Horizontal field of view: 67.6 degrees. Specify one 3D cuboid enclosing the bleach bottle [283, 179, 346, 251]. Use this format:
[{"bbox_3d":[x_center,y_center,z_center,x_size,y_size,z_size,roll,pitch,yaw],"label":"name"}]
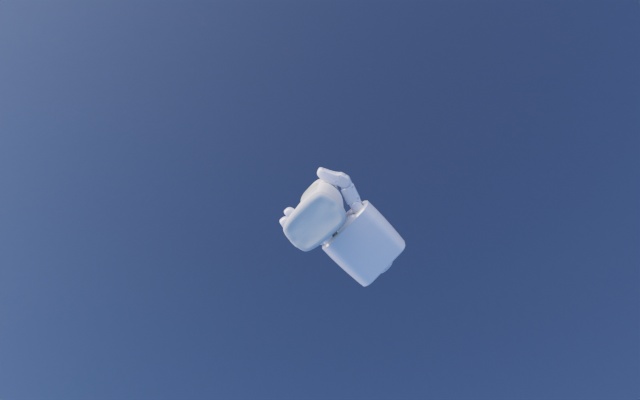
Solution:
[{"bbox_3d":[0.000,0.003,0.850,0.102,0.068,0.250,-42,8,15],"label":"bleach bottle"}]
